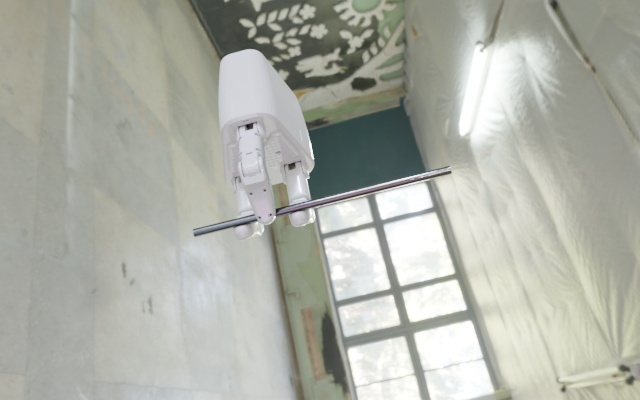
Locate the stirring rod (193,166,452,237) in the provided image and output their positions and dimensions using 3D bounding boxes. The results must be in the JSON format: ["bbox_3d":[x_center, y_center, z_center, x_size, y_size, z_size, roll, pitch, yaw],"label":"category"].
[{"bbox_3d":[0.000,0.001,0.435,0.239,0.011,0.011,-14,-1,3],"label":"stirring rod"}]
